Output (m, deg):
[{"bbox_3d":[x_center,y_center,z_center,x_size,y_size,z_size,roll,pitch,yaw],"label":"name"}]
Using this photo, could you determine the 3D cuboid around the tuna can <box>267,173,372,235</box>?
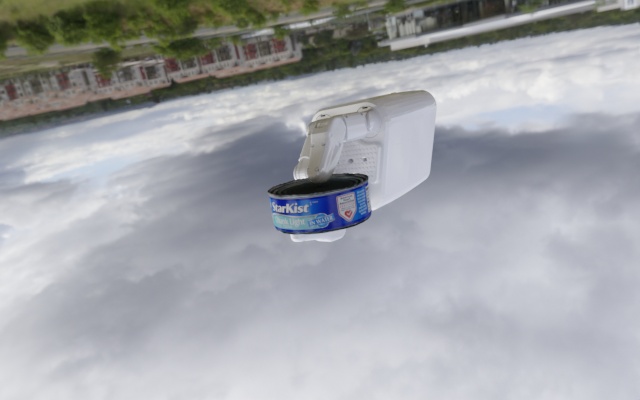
[{"bbox_3d":[0.000,0.002,0.405,0.086,0.034,0.086,-8,12,2],"label":"tuna can"}]
